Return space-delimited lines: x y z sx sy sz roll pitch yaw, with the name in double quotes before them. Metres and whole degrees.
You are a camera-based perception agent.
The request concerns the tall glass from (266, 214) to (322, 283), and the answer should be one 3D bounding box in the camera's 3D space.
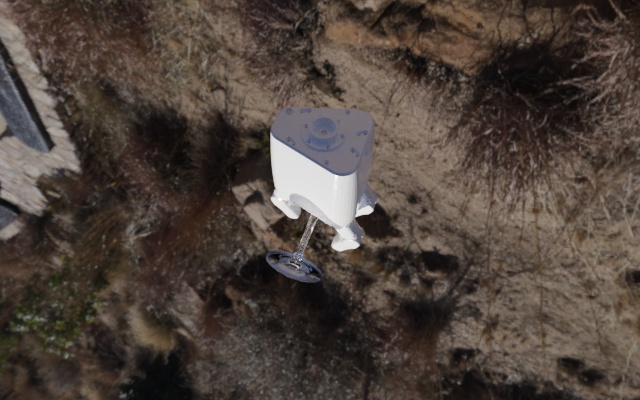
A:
"tall glass" 0.000 0.003 0.633 0.079 0.201 0.079 17 -30 10
